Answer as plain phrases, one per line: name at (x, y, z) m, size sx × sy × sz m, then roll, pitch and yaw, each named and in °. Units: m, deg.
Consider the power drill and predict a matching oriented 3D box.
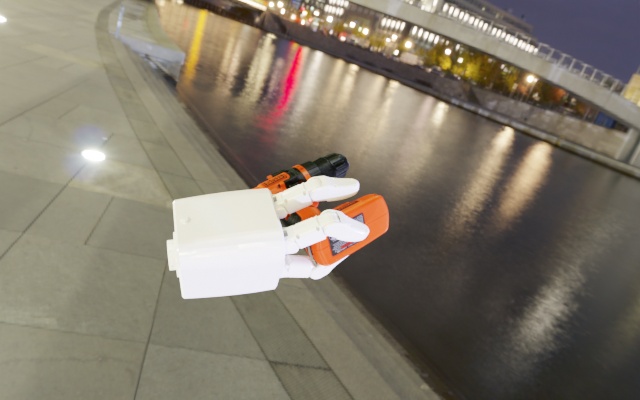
power drill at (0.000, 0.002, 0.614) m, size 0.184 × 0.057 × 0.187 m, roll -29°, pitch 30°, yaw -23°
